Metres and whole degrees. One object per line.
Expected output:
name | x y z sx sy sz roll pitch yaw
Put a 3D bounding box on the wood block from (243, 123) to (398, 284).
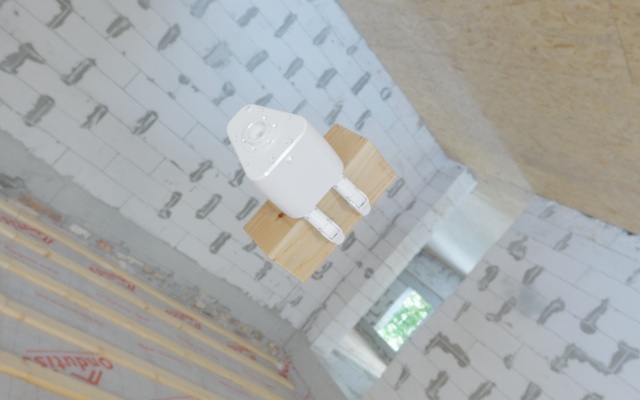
wood block | 0.000 0.002 0.692 0.090 0.206 0.090 44 -4 -42
